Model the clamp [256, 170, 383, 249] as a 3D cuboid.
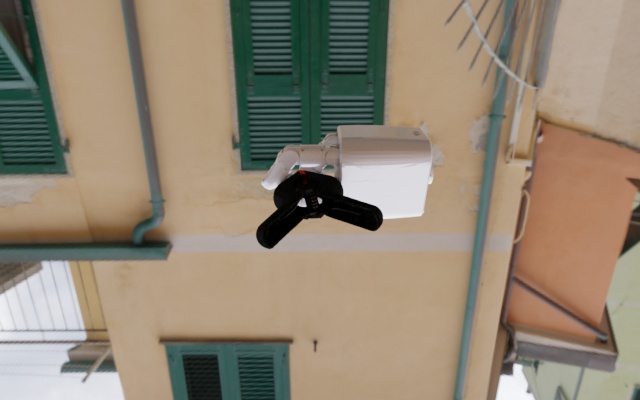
[{"bbox_3d":[0.000,0.002,0.512,0.120,0.039,0.171,-1,23,0],"label":"clamp"}]
